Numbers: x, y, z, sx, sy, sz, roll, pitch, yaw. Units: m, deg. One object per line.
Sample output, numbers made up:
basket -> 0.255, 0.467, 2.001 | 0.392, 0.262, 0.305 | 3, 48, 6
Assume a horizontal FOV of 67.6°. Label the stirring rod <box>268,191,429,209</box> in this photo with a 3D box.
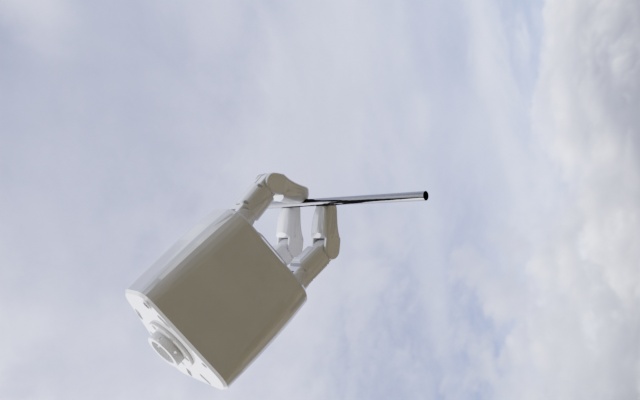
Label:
stirring rod -> 0.000, 0.002, 0.465 | 0.011, 0.011, 0.239 | 0, -3, -44
